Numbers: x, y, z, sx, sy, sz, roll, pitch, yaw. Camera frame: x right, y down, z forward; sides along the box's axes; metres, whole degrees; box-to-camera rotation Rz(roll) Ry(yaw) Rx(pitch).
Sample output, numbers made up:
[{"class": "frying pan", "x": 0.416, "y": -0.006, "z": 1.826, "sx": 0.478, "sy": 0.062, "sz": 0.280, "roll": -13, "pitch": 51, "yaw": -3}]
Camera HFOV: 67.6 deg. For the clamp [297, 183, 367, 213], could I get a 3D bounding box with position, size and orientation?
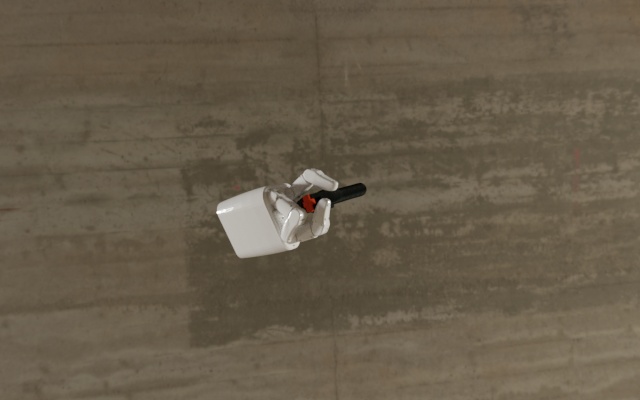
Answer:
[{"class": "clamp", "x": 0.000, "y": 0.003, "z": 0.844, "sx": 0.120, "sy": 0.039, "sz": 0.171, "roll": -28, "pitch": -10, "yaw": 28}]
